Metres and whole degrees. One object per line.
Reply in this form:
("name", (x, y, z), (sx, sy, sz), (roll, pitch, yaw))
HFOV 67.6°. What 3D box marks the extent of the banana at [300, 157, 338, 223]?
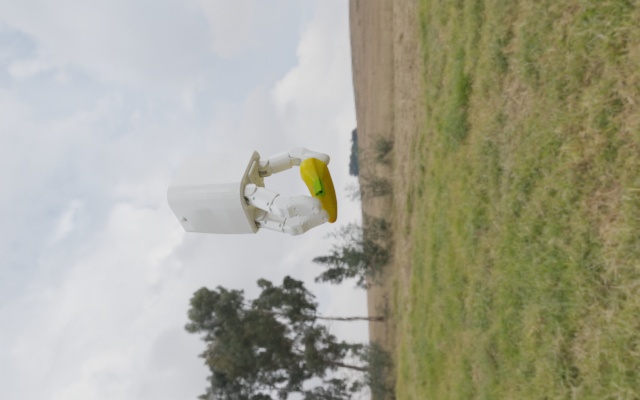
("banana", (-0.002, -0.017, 0.666), (0.037, 0.069, 0.198), (-7, -13, 7))
